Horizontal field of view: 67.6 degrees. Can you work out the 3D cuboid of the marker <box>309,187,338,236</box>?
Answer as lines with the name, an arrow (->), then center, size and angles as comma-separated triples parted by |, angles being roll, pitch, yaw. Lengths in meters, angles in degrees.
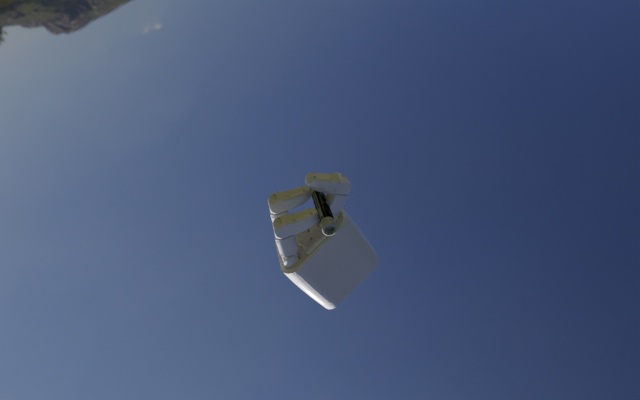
marker -> 0.000, 0.002, 0.623 | 0.020, 0.020, 0.121 | 0, 34, -14
